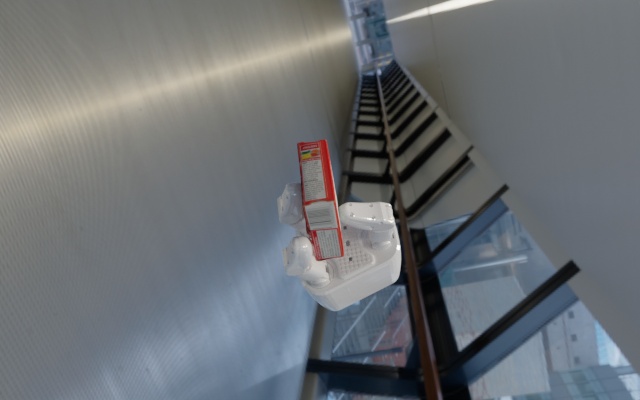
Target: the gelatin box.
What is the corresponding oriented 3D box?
[{"bbox_3d":[0.000,0.001,0.436,0.030,0.073,0.089,-8,-39,2],"label":"gelatin box"}]
